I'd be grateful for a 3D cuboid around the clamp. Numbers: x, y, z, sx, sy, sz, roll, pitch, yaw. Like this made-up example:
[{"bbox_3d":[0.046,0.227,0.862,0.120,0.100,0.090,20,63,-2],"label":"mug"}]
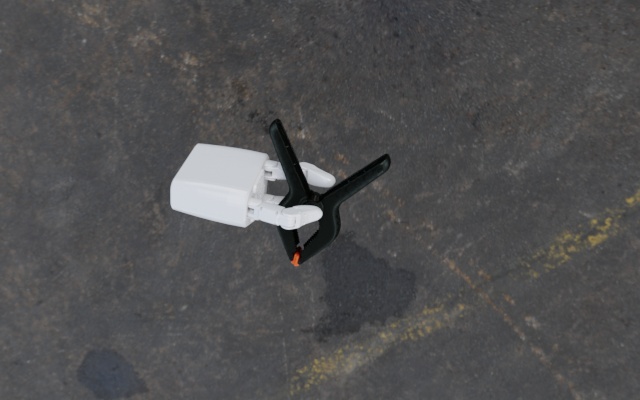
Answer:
[{"bbox_3d":[0.000,0.003,0.661,0.164,0.210,0.036,13,27,7],"label":"clamp"}]
